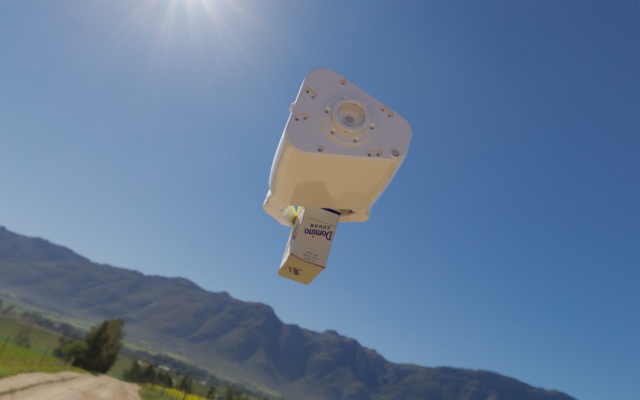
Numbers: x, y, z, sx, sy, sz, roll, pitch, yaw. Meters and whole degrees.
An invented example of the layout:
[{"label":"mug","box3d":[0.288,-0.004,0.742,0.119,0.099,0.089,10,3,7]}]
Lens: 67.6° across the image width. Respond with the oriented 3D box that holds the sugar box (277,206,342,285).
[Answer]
[{"label":"sugar box","box3d":[0.000,0.001,0.554,0.048,0.176,0.093,22,-25,-5]}]
